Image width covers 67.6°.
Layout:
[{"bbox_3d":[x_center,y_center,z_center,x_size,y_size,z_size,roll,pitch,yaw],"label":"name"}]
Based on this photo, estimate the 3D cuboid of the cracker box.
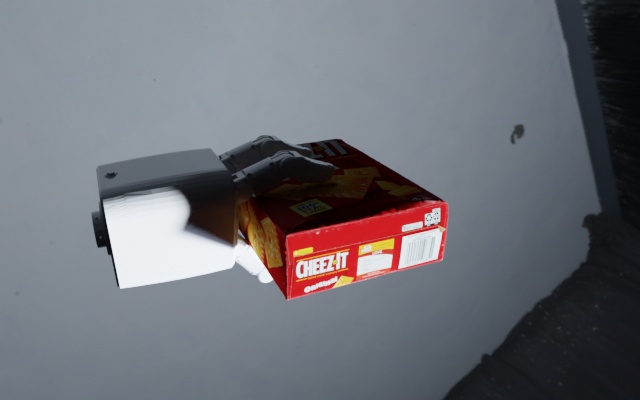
[{"bbox_3d":[0.000,0.002,0.496,0.164,0.072,0.213,-10,27,-23],"label":"cracker box"}]
